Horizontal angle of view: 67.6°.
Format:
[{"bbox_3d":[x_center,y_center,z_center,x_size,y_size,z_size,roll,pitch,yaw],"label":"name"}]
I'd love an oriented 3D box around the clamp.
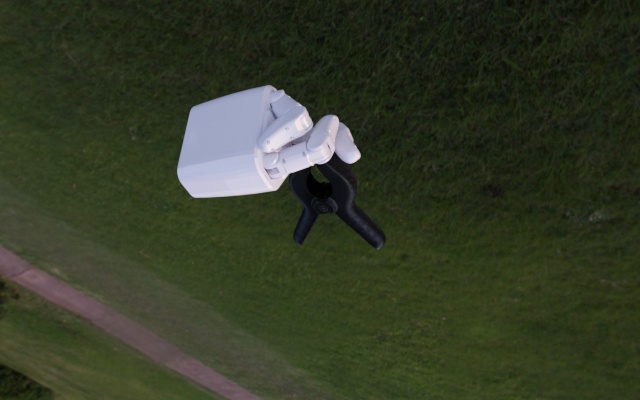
[{"bbox_3d":[0.000,0.002,0.569,0.120,0.172,0.039,-10,39,20],"label":"clamp"}]
